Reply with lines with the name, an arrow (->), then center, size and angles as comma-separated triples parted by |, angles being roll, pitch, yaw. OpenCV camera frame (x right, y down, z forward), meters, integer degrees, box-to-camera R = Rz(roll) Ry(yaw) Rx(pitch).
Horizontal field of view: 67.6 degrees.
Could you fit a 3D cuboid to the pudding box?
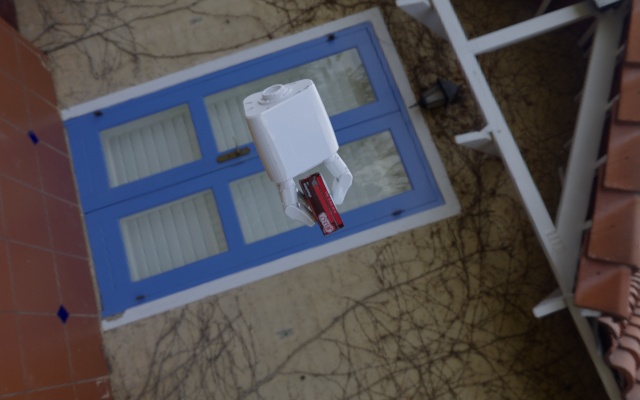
pudding box -> 0.000, 0.002, 0.742 | 0.039, 0.090, 0.113 | -24, 4, 2
